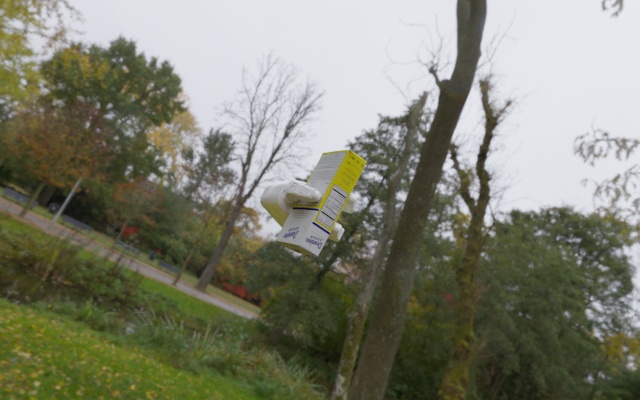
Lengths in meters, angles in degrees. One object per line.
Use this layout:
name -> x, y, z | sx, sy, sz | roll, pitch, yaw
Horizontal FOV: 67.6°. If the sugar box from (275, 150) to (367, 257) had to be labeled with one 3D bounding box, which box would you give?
sugar box -> 0.001, 0.003, 0.778 | 0.048, 0.176, 0.093 | 32, -13, -25
